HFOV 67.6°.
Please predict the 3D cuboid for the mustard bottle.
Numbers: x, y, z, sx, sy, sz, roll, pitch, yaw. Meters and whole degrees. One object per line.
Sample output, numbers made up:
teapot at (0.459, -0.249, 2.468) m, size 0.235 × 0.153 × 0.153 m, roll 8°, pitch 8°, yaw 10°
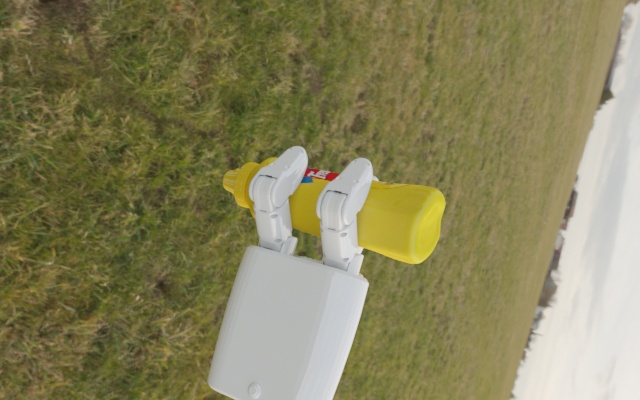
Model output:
mustard bottle at (0.000, 0.001, 0.400) m, size 0.191 × 0.058 × 0.096 m, roll 12°, pitch 12°, yaw 24°
